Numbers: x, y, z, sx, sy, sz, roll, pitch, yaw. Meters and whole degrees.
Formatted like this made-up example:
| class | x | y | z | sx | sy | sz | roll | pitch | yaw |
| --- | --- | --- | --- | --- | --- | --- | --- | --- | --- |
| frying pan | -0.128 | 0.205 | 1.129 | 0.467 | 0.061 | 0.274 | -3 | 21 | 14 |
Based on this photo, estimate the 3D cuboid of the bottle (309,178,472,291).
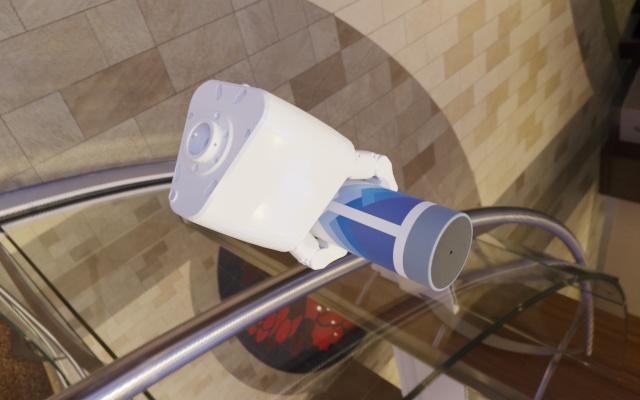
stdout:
| class | x | y | z | sx | sy | sz | roll | pitch | yaw |
| --- | --- | --- | --- | --- | --- | --- | --- | --- | --- |
| bottle | 0.000 | 0.002 | 0.476 | 0.295 | 0.069 | 0.069 | 21 | 14 | 40 |
